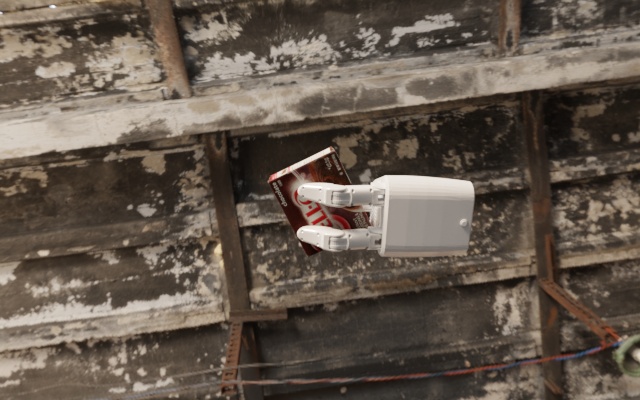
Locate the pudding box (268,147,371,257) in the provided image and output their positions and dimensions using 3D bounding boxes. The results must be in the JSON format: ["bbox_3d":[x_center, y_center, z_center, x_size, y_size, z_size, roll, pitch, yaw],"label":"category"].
[{"bbox_3d":[0.000,0.002,0.595,0.090,0.113,0.039,-25,14,5],"label":"pudding box"}]
